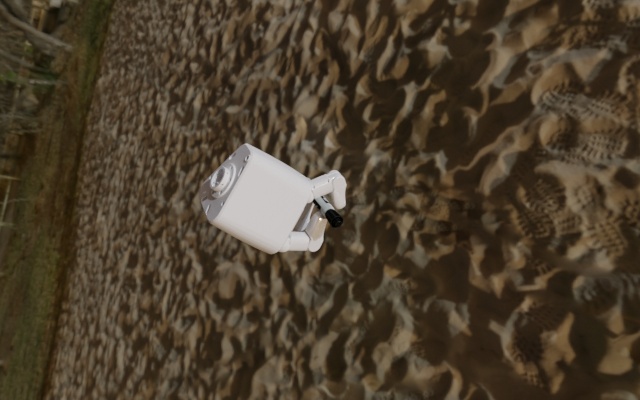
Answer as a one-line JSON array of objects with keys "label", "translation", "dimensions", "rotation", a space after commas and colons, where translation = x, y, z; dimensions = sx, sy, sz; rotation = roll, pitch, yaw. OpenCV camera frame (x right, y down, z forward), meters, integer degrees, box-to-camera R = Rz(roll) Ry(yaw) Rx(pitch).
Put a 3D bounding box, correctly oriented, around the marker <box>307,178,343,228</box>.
[{"label": "marker", "translation": [0.000, 0.002, 0.672], "dimensions": [0.020, 0.020, 0.121], "rotation": [0, 29, -27]}]
